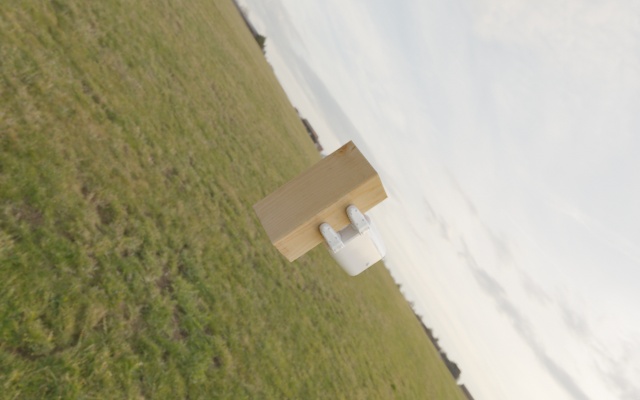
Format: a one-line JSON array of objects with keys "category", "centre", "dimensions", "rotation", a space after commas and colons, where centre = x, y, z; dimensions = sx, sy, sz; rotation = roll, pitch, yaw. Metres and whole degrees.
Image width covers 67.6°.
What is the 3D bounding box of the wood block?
[{"category": "wood block", "centre": [0.000, 0.003, 0.829], "dimensions": [0.206, 0.090, 0.090], "rotation": [-34, -35, 0]}]
